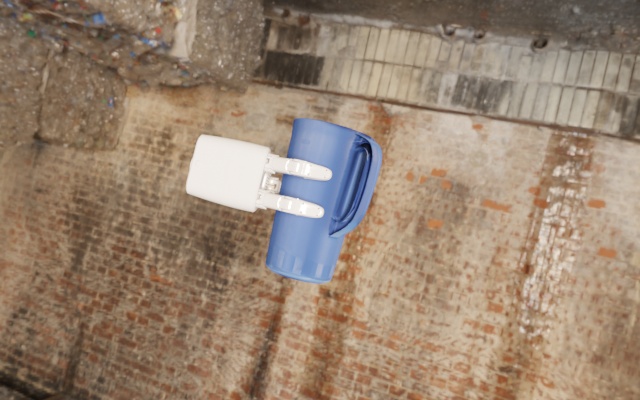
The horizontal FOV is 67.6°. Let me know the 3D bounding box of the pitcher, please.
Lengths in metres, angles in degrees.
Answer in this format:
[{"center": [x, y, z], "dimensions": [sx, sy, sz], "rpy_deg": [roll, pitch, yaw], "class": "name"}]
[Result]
[{"center": [0.000, 0.002, 0.744], "dimensions": [0.145, 0.243, 0.149], "rpy_deg": [14, -1, 1], "class": "pitcher"}]
